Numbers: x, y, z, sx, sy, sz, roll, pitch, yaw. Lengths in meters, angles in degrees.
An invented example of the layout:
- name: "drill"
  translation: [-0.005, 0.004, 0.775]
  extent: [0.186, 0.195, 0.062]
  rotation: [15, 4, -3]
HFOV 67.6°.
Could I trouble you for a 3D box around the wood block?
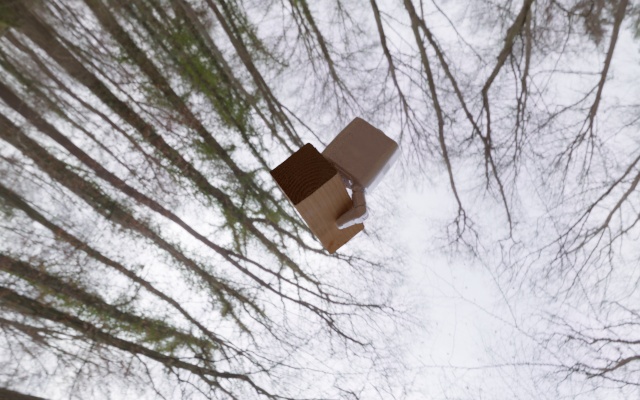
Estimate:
- name: "wood block"
  translation: [0.001, 0.003, 0.864]
  extent: [0.090, 0.090, 0.206]
  rotation: [-38, -34, -4]
